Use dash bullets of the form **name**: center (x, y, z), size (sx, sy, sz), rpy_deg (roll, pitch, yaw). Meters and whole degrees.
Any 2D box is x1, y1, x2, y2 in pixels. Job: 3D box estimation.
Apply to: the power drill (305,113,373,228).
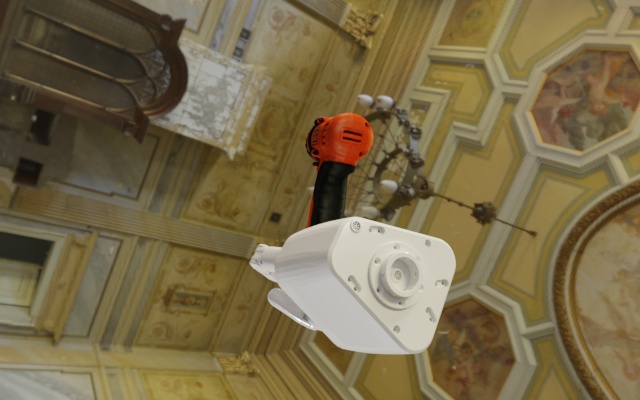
- **power drill**: center (0.000, 0.002, 0.523), size (0.057, 0.187, 0.184), rpy_deg (9, 2, -9)
